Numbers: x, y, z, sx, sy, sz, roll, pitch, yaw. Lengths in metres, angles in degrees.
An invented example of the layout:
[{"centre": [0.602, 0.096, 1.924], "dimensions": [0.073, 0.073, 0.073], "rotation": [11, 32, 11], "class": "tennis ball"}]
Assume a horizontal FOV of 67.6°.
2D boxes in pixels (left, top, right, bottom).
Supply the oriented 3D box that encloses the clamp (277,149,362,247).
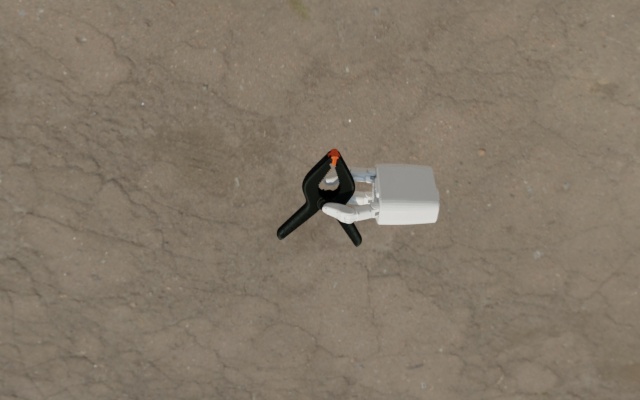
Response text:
[{"centre": [0.000, 0.003, 0.869], "dimensions": [0.164, 0.210, 0.036], "rotation": [-1, 37, -3], "class": "clamp"}]
